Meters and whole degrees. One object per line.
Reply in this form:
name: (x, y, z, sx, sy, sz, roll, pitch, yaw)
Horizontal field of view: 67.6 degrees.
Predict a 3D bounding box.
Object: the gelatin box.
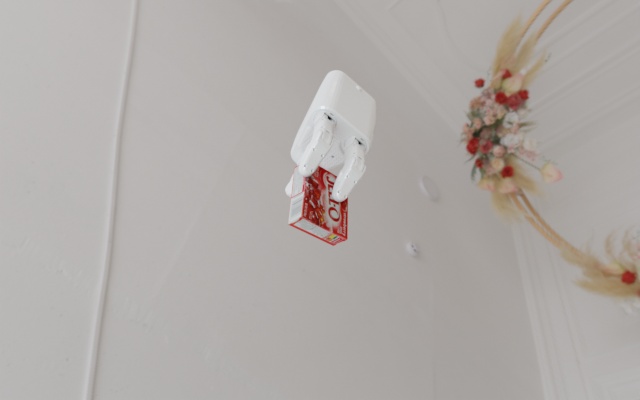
gelatin box: (0.000, 0.002, 0.593, 0.073, 0.089, 0.030, 28, -41, -32)
